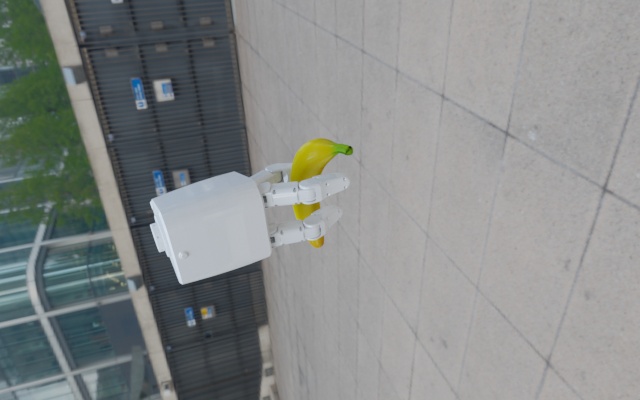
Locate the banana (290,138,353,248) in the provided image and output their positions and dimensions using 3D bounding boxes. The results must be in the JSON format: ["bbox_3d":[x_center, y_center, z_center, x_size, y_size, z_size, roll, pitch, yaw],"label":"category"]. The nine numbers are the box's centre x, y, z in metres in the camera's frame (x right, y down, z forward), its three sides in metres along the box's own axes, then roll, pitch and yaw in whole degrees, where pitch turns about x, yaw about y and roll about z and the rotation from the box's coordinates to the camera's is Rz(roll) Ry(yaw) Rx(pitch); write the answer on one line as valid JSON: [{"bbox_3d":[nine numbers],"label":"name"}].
[{"bbox_3d":[-0.010,-0.013,0.599,0.037,0.069,0.198,-27,-28,-27],"label":"banana"}]
